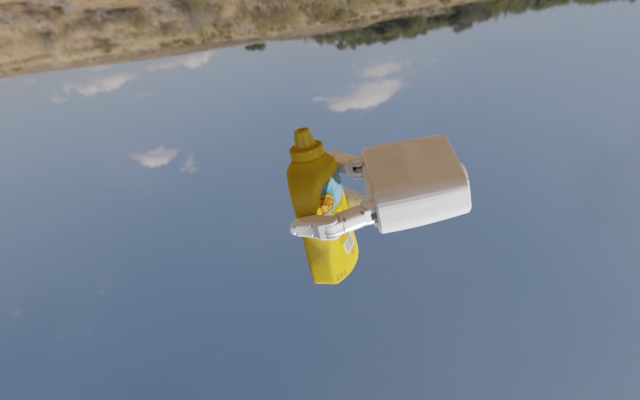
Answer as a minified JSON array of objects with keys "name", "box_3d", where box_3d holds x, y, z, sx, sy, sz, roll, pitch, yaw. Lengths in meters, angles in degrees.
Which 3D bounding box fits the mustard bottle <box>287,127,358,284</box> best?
[{"name":"mustard bottle","box_3d":[0.000,0.002,0.593,0.058,0.192,0.096,-2,28,24]}]
